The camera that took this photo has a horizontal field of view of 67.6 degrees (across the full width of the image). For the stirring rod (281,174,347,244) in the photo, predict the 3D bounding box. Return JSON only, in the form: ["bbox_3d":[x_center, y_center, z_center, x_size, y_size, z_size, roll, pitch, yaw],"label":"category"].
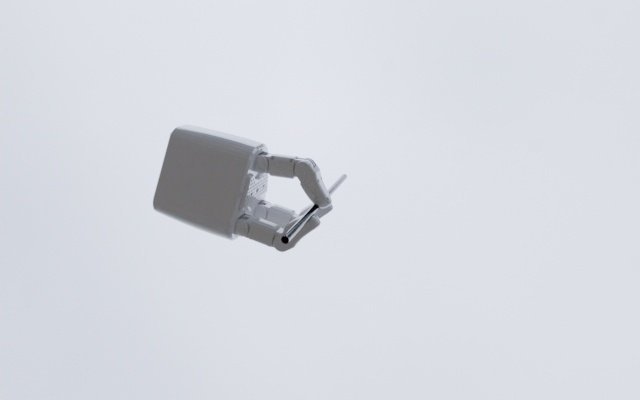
[{"bbox_3d":[0.000,0.002,0.556,0.011,0.011,0.239,0,17,17],"label":"stirring rod"}]
